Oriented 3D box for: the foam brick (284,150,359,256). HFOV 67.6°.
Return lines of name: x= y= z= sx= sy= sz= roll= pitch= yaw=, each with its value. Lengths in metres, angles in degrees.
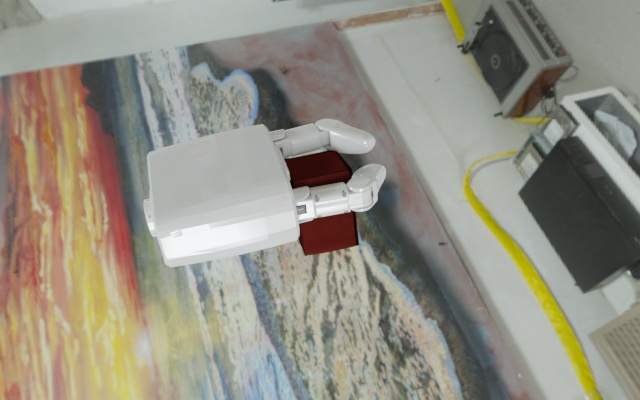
foam brick: x=0.000 y=0.002 z=0.431 sx=0.051 sy=0.078 sz=0.053 roll=-13 pitch=28 yaw=-10
